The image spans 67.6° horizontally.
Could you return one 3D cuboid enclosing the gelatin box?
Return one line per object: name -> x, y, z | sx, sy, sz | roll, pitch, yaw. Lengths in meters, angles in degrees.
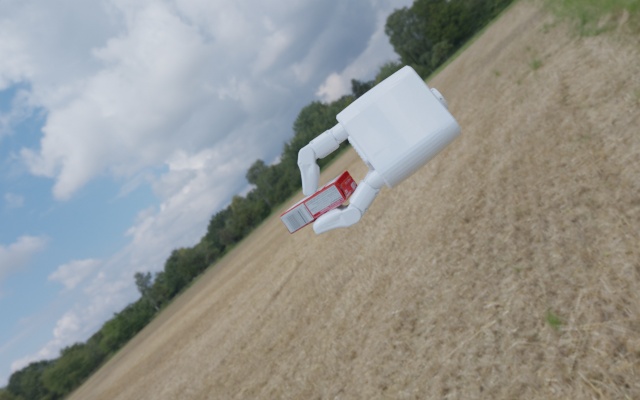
gelatin box -> 0.000, 0.002, 0.610 | 0.089, 0.030, 0.073 | -32, 4, 19
